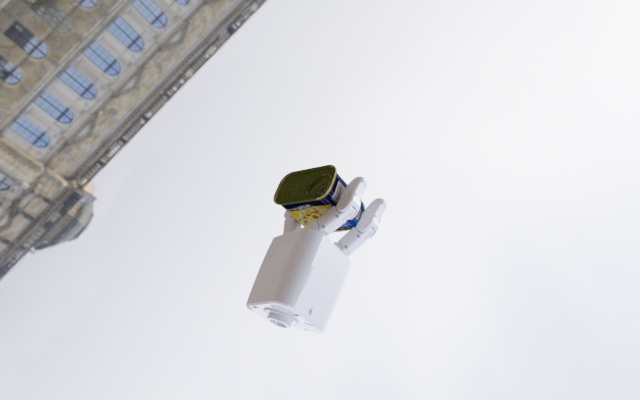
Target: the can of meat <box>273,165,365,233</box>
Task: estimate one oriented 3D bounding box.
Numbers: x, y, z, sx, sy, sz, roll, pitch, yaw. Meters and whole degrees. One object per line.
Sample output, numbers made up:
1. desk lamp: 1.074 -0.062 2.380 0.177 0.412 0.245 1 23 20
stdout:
1. can of meat: 0.000 0.002 0.669 0.102 0.057 0.084 -8 -41 39
